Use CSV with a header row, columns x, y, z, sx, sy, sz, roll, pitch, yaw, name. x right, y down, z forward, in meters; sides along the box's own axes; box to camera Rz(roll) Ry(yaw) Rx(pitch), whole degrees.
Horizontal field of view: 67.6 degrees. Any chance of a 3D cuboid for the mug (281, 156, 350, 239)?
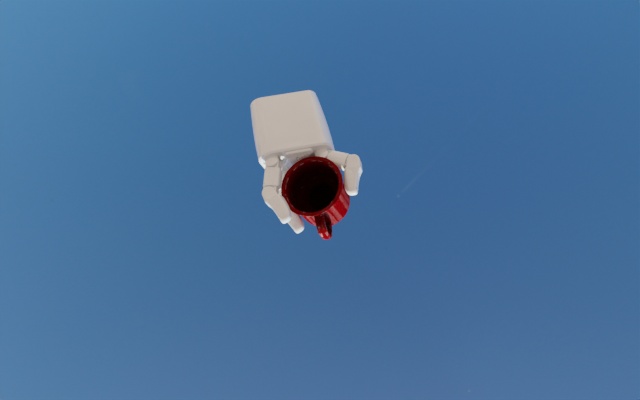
x,y,z,sx,sy,sz,roll,pitch,yaw,name
0.001,0.004,0.717,0.093,0.117,0.081,-17,-23,10,mug
